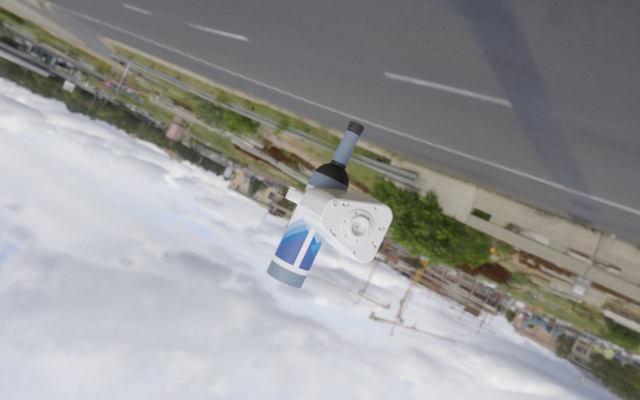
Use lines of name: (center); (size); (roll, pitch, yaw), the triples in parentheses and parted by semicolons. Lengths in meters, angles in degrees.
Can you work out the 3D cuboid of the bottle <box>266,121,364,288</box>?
bottle: (0.000, 0.003, 0.817); (0.069, 0.295, 0.069); (25, 1, 0)
